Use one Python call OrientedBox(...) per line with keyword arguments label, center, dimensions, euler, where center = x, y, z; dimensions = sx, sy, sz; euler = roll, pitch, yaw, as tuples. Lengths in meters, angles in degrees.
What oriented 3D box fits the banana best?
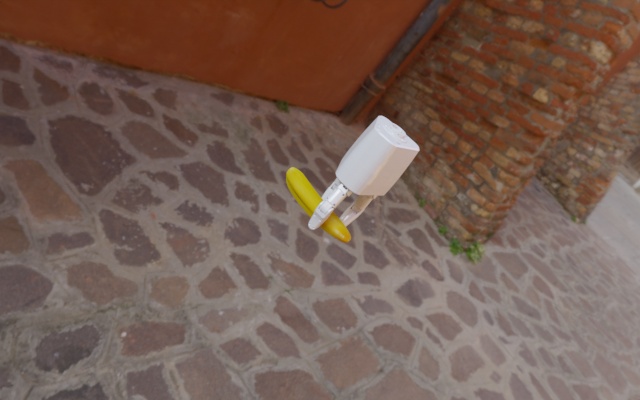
OrientedBox(label="banana", center=(-0.014, -0.002, 0.860), dimensions=(0.069, 0.037, 0.197), euler=(13, 33, -49))
